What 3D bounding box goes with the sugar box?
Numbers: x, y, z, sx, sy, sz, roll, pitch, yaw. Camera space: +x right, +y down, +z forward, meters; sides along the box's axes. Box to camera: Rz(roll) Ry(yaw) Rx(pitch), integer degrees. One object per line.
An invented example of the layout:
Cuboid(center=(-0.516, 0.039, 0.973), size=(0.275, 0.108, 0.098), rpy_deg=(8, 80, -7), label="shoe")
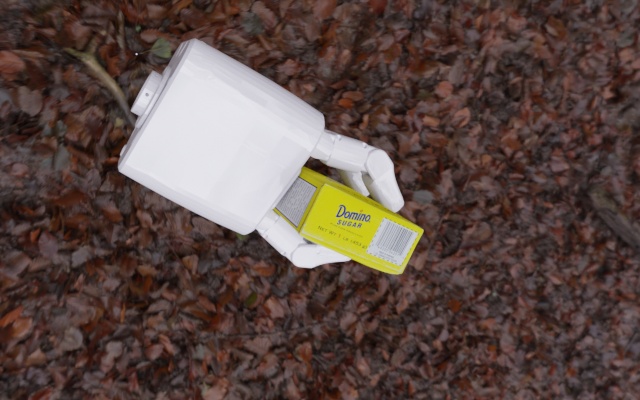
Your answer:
Cuboid(center=(0.000, 0.001, 0.410), size=(0.093, 0.048, 0.176), rpy_deg=(25, 6, -26), label="sugar box")
